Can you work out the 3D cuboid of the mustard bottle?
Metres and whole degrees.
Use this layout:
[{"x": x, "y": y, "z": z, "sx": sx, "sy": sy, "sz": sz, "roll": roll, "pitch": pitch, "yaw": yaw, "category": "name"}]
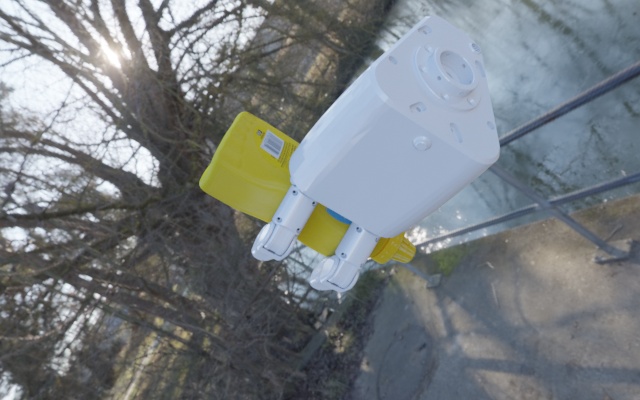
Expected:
[{"x": 0.000, "y": 0.001, "z": 0.407, "sx": 0.191, "sy": 0.058, "sz": 0.096, "roll": 30, "pitch": 29, "yaw": -12, "category": "mustard bottle"}]
